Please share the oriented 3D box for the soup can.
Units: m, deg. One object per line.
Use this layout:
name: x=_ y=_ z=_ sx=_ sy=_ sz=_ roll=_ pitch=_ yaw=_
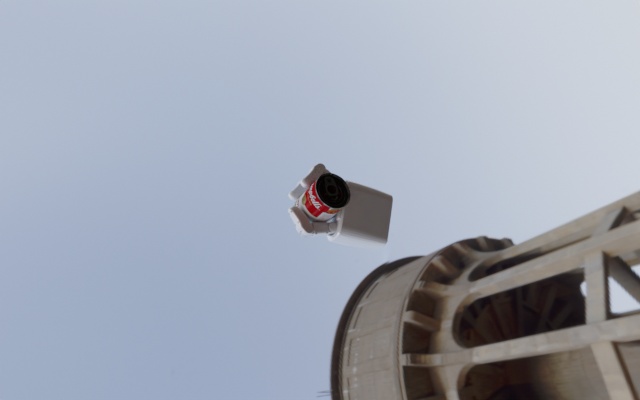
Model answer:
soup can: x=0.000 y=0.003 z=0.861 sx=0.068 sy=0.068 sz=0.102 roll=0 pitch=-24 yaw=-29
